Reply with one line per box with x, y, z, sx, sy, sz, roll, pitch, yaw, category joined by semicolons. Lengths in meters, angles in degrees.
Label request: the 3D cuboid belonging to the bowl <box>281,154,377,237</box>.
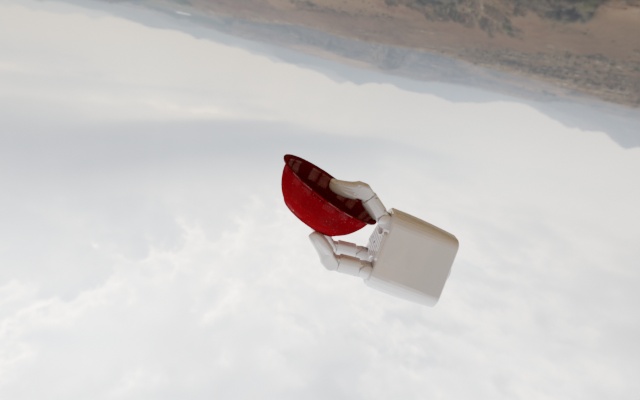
-0.001;0.002;0.682;0.162;0.055;0.162;35;14;-10;bowl
